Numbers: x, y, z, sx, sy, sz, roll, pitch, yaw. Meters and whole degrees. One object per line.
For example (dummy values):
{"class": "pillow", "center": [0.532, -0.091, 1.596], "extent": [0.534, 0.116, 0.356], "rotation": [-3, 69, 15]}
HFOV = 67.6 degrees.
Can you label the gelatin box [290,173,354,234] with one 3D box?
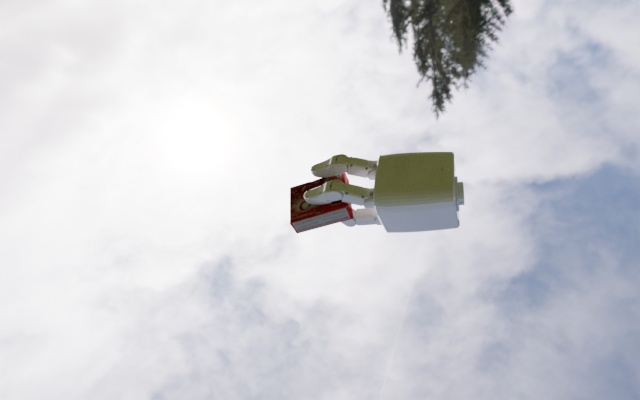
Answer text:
{"class": "gelatin box", "center": [0.000, 0.003, 0.694], "extent": [0.089, 0.073, 0.030], "rotation": [-16, -46, 13]}
